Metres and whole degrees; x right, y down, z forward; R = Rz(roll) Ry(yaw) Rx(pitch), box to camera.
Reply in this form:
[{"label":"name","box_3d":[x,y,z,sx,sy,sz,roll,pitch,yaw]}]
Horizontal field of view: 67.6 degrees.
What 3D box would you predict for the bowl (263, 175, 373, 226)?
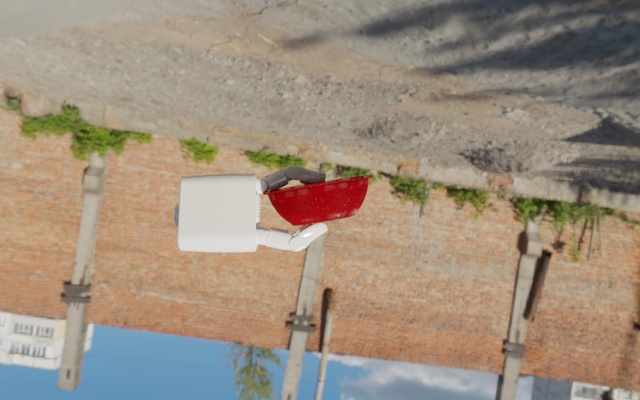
[{"label":"bowl","box_3d":[0.001,0.002,0.693,0.162,0.055,0.162,-10,0,0]}]
